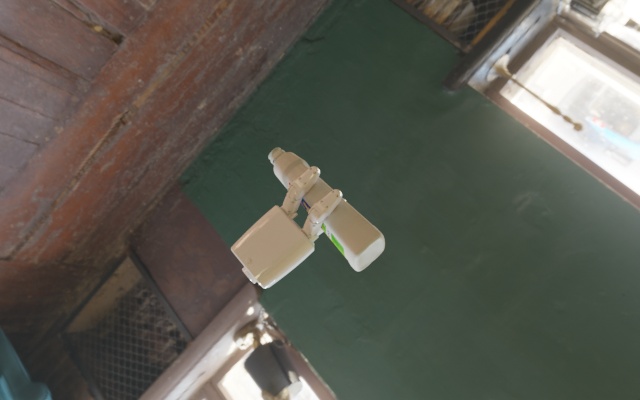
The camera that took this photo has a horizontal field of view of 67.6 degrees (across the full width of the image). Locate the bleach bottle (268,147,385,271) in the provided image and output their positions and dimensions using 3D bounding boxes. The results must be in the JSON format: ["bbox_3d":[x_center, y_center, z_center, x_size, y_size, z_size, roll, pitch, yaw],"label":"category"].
[{"bbox_3d":[0.000,0.003,0.810,0.068,0.250,0.103,-40,-23,-9],"label":"bleach bottle"}]
